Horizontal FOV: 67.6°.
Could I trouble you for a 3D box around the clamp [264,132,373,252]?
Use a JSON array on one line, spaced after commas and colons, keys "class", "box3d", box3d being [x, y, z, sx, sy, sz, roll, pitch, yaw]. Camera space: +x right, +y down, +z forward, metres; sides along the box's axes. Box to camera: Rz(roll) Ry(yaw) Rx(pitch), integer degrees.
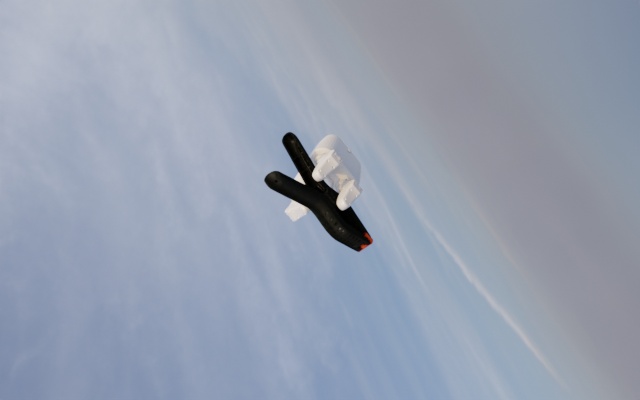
[{"class": "clamp", "box3d": [0.000, 0.003, 0.699, 0.036, 0.210, 0.164, -36, 12, 22]}]
